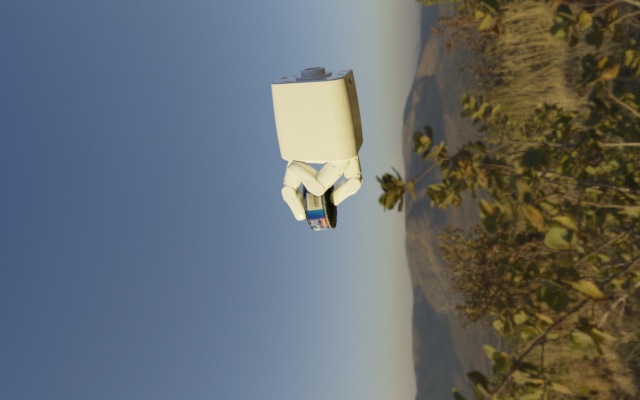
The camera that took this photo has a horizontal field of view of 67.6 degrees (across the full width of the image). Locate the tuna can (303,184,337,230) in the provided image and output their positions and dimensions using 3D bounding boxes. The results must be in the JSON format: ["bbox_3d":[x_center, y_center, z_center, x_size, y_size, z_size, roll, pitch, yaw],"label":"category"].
[{"bbox_3d":[0.000,0.002,0.724,0.034,0.086,0.086,-6,-2,13],"label":"tuna can"}]
